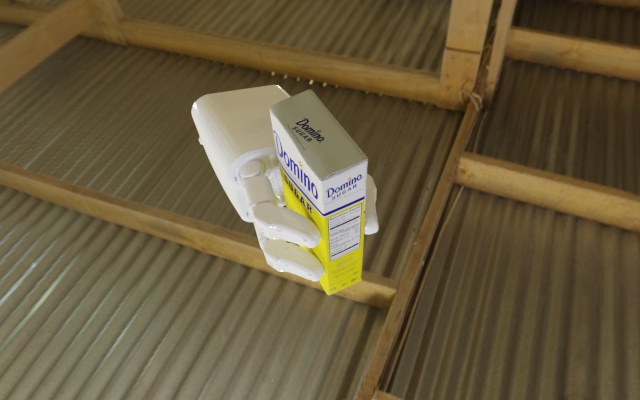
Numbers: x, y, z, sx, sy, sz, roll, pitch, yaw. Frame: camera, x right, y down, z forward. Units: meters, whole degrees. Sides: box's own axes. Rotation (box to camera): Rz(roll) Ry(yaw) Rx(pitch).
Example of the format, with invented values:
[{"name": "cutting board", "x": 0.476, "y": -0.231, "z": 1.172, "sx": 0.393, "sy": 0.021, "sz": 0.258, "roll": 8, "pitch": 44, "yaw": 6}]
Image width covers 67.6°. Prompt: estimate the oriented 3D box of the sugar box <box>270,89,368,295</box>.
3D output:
[{"name": "sugar box", "x": 0.000, "y": 0.002, "z": 0.423, "sx": 0.048, "sy": 0.093, "sz": 0.176, "roll": -25, "pitch": -36, "yaw": -13}]
